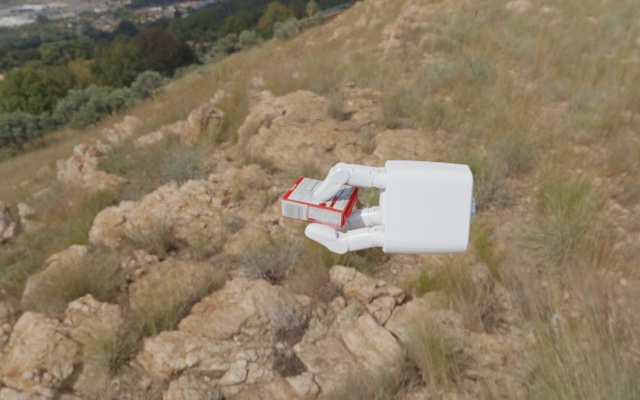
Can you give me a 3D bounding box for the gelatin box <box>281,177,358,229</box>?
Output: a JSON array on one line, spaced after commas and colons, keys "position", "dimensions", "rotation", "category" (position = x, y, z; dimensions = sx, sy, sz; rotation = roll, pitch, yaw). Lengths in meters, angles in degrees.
[{"position": [0.000, 0.002, 0.650], "dimensions": [0.089, 0.030, 0.073], "rotation": [12, 31, 14], "category": "gelatin box"}]
